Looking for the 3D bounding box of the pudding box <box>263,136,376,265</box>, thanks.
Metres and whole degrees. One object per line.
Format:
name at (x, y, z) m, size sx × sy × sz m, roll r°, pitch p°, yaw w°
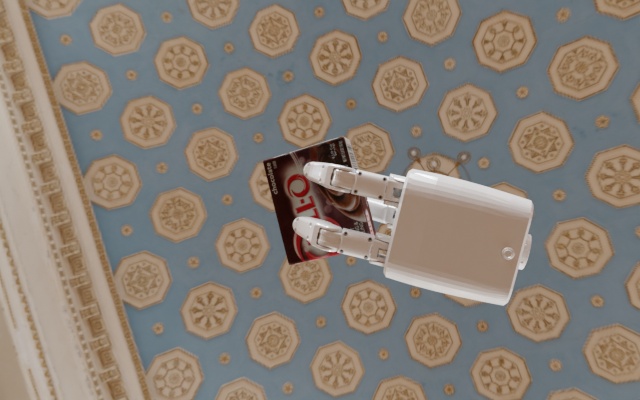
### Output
pudding box at (0.000, 0.002, 0.483) m, size 0.090 × 0.113 × 0.039 m, roll -15°, pitch -3°, yaw 17°
